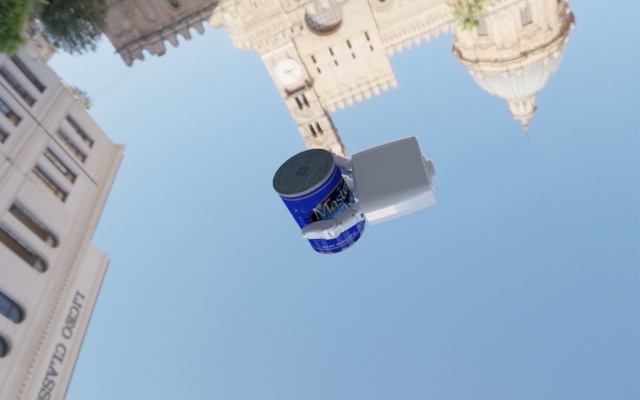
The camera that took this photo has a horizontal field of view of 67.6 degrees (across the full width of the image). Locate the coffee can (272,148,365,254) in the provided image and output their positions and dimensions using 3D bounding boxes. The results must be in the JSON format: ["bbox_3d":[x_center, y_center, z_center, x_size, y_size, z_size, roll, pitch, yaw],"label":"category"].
[{"bbox_3d":[0.000,0.002,0.764,0.103,0.102,0.140,0,-44,34],"label":"coffee can"}]
